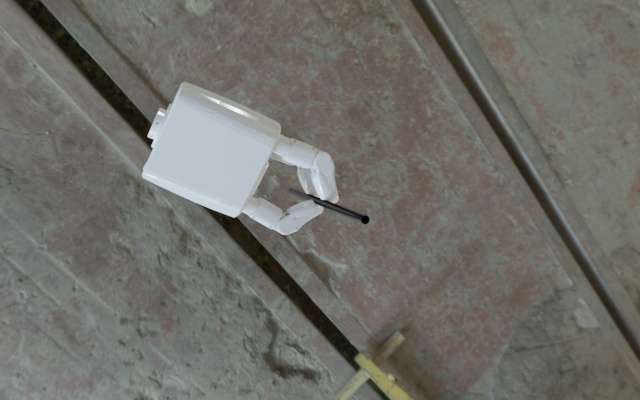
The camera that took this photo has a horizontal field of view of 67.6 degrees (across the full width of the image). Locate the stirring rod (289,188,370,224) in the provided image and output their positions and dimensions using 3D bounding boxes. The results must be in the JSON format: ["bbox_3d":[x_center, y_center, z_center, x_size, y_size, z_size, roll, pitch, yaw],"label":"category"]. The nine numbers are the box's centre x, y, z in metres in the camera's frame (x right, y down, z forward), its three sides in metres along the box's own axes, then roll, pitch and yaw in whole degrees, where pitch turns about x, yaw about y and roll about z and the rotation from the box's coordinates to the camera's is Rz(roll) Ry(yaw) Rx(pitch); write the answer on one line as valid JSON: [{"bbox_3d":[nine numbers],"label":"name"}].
[{"bbox_3d":[0.000,0.002,0.530,0.011,0.011,0.239,0,7,-19],"label":"stirring rod"}]
